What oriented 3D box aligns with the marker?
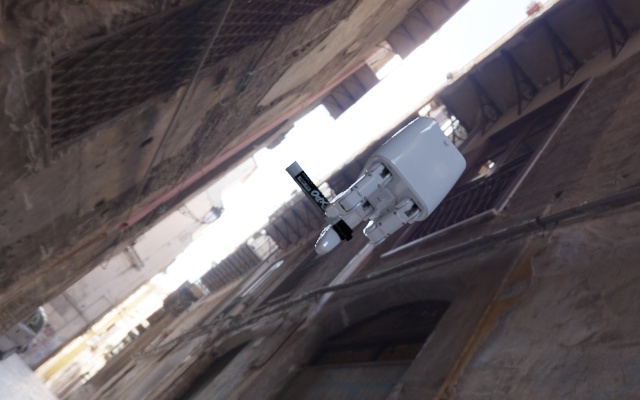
[{"bbox_3d":[0.000,0.002,0.596,0.020,0.121,0.020,-39,5,4],"label":"marker"}]
